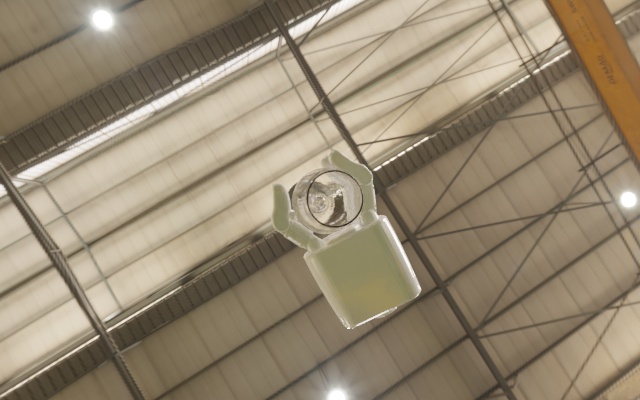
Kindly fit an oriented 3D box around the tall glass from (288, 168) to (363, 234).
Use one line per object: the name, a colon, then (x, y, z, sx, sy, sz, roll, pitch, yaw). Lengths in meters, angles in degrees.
tall glass: (0.000, 0.002, 0.602, 0.079, 0.079, 0.201, 0, -2, -9)
